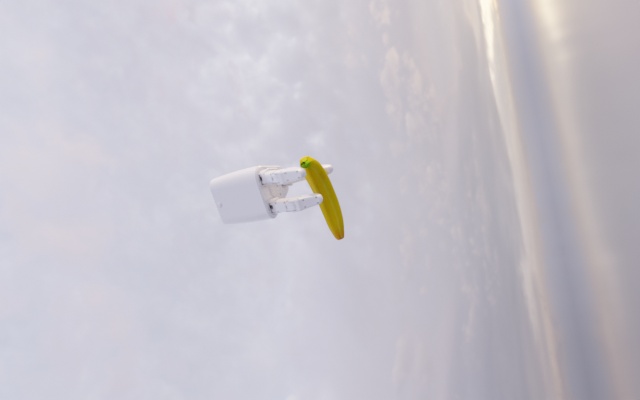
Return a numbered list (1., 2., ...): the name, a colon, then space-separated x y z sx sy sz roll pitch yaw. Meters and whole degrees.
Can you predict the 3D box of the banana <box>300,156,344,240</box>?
1. banana: 0.002 -0.013 0.863 0.037 0.069 0.198 -10 -48 21
